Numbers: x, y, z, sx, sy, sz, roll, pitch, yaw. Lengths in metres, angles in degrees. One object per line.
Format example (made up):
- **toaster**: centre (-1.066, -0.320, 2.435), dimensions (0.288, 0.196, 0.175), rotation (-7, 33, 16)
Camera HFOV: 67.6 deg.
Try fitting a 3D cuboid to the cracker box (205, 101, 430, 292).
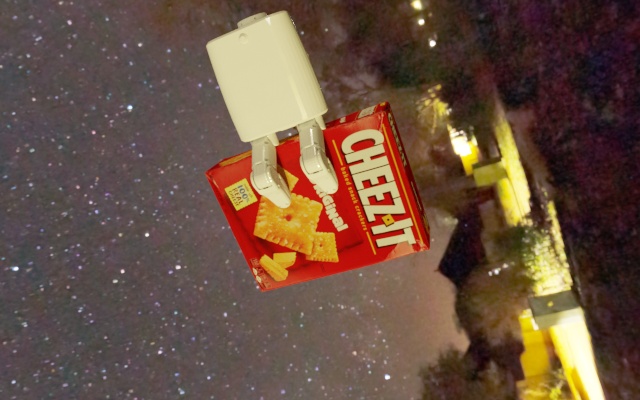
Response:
- **cracker box**: centre (0.000, 0.002, 0.551), dimensions (0.214, 0.164, 0.072), rotation (-17, 16, 17)
